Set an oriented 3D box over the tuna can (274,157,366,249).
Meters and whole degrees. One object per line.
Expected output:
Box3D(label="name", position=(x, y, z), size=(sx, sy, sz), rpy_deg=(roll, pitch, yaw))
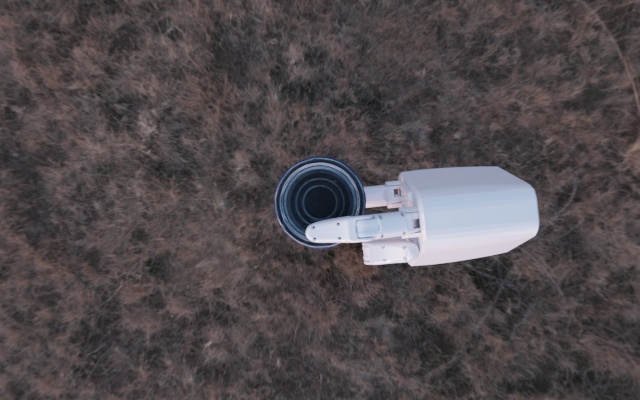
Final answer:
Box3D(label="tuna can", position=(0.000, 0.002, 0.449), size=(0.086, 0.086, 0.034), rpy_deg=(0, 3, 2))
